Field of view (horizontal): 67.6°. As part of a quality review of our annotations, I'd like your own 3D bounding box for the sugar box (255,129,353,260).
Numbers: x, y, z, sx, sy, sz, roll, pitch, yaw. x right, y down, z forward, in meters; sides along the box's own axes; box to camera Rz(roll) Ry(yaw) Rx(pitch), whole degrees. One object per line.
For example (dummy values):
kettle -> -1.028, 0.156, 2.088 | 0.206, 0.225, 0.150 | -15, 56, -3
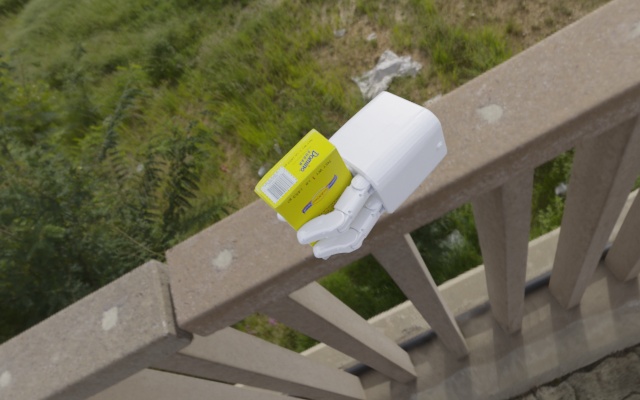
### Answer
sugar box -> 0.001, 0.002, 0.570 | 0.048, 0.093, 0.176 | 43, -4, 33
